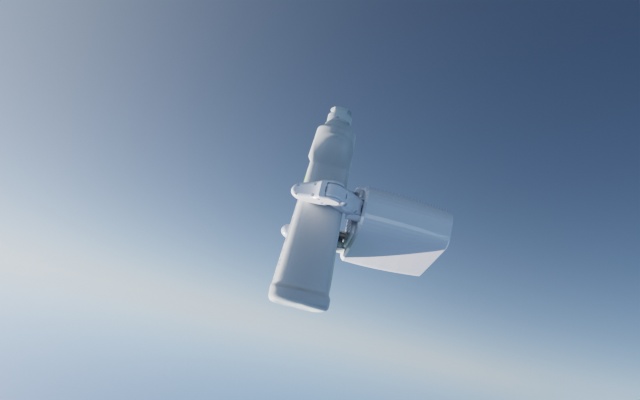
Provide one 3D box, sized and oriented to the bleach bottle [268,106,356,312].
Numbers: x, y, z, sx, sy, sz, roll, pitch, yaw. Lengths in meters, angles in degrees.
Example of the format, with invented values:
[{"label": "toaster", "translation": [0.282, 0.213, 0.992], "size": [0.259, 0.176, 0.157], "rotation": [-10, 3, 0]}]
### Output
[{"label": "bleach bottle", "translation": [0.000, 0.002, 0.570], "size": [0.068, 0.250, 0.102], "rotation": [14, -15, -4]}]
